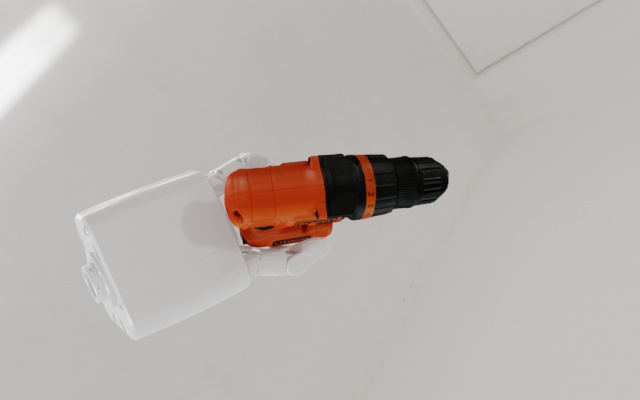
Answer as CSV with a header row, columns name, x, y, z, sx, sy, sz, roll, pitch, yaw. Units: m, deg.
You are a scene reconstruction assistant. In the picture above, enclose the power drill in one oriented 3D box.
name,x,y,z,sx,sy,sz,roll,pitch,yaw
power drill,0.000,0.002,0.443,0.184,0.057,0.188,-4,-10,-16
